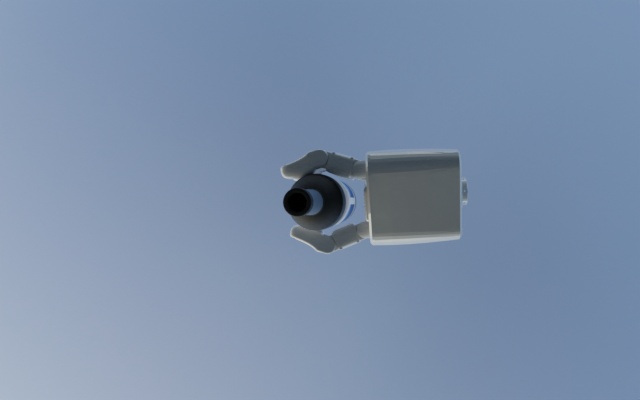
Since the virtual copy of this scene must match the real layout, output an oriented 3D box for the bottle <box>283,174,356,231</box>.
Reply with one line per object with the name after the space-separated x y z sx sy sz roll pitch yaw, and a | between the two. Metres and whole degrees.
0.000 0.002 0.590 0.069 0.069 0.296 0 0 9 | bottle
